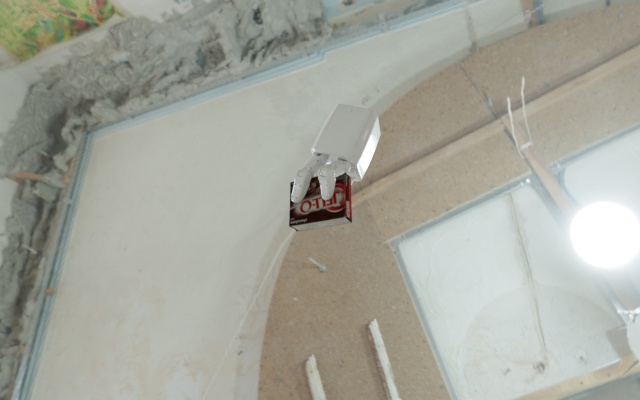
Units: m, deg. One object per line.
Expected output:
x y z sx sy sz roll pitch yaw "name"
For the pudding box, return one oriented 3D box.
0.000 0.003 0.862 0.113 0.090 0.039 -12 -28 24 "pudding box"
